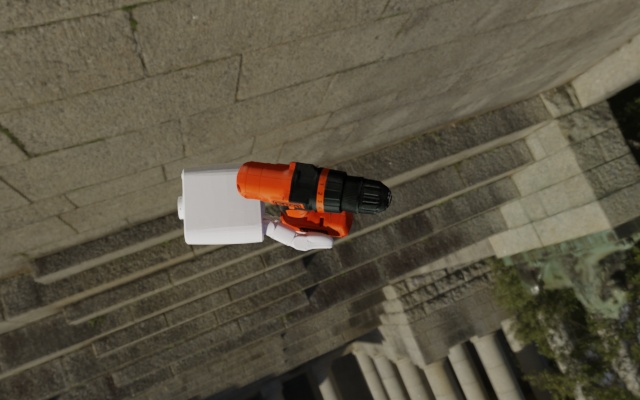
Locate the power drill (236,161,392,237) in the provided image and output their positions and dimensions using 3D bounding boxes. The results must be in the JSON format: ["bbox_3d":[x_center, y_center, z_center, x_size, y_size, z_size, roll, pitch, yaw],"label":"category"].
[{"bbox_3d":[0.000,0.002,0.626,0.184,0.057,0.188,10,-14,10],"label":"power drill"}]
